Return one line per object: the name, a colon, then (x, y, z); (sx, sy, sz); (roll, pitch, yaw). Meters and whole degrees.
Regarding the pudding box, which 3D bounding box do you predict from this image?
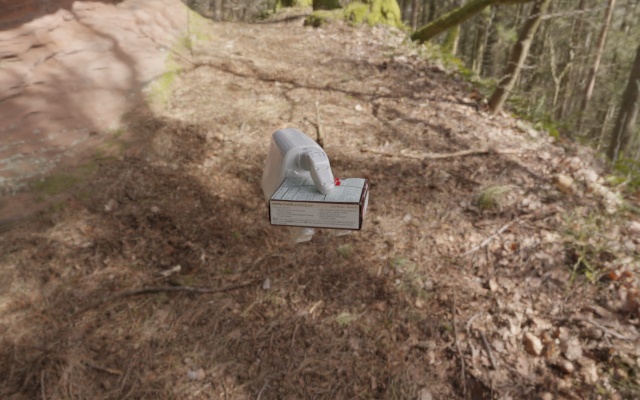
pudding box: (0.000, 0.002, 0.591); (0.113, 0.039, 0.090); (1, 22, 10)
